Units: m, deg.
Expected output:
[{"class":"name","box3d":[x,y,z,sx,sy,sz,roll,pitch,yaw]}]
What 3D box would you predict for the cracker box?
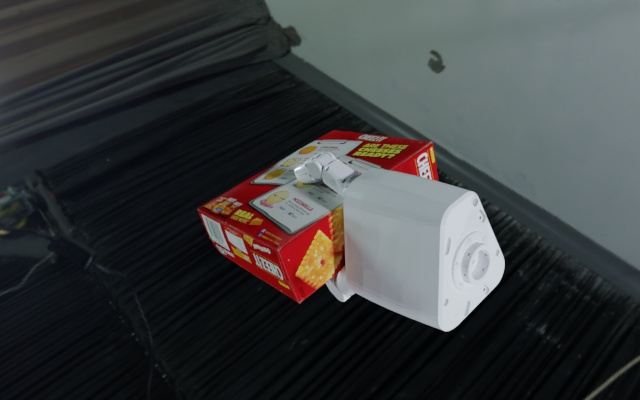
[{"class":"cracker box","box3d":[0.000,0.002,0.526,0.213,0.072,0.164,-33,31,-29]}]
